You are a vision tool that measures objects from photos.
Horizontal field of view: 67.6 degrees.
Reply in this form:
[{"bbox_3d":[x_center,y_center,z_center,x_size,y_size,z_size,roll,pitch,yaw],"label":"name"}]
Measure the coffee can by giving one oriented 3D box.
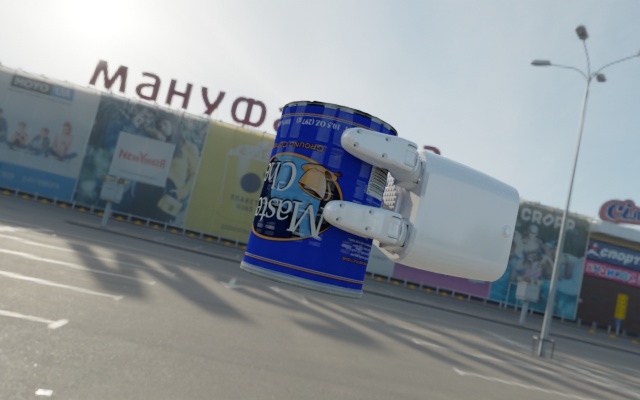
[{"bbox_3d":[0.000,0.001,0.402,0.103,0.140,0.103,14,-6,2],"label":"coffee can"}]
